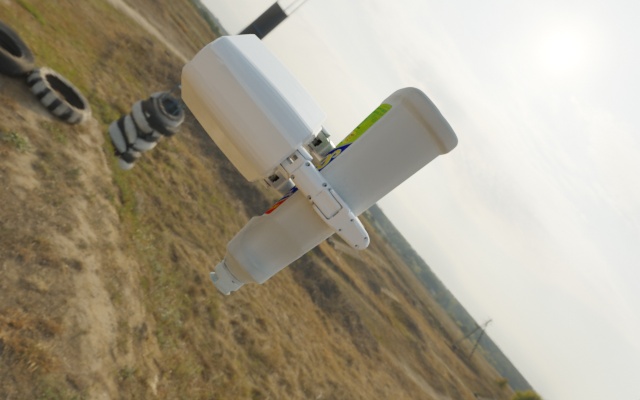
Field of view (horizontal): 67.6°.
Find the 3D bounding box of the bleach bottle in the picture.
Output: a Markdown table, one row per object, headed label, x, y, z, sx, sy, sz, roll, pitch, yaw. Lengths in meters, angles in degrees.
| label | x | y | z | sx | sy | sz | roll | pitch | yaw |
| --- | --- | --- | --- | --- | --- | --- | --- | --- | --- |
| bleach bottle | 0.000 | 0.001 | 0.442 | 0.251 | 0.068 | 0.102 | -40 | 11 | 3 |
